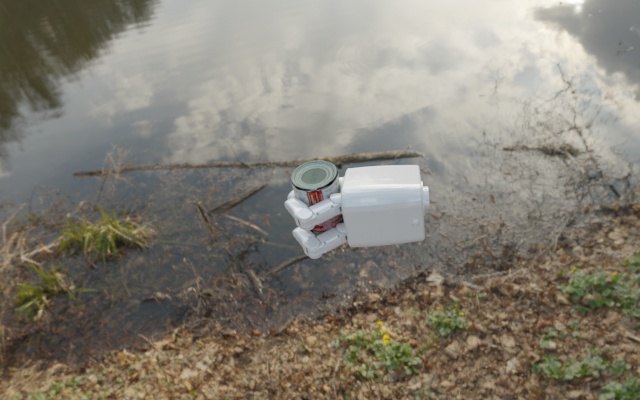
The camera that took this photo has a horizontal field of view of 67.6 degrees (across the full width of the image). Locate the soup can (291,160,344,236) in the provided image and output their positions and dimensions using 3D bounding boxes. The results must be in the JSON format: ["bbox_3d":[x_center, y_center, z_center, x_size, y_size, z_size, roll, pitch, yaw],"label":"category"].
[{"bbox_3d":[0.000,0.002,0.685,0.068,0.102,0.068,-8,39,6],"label":"soup can"}]
